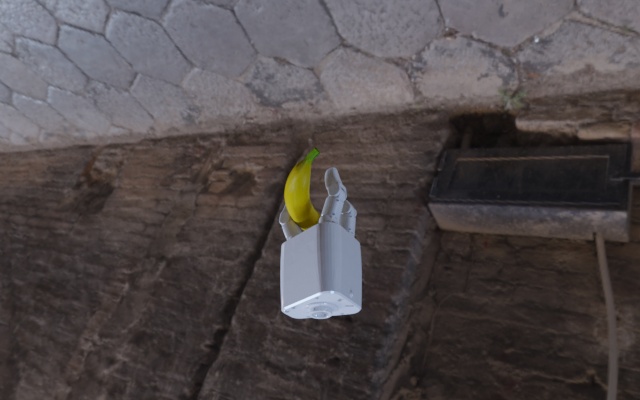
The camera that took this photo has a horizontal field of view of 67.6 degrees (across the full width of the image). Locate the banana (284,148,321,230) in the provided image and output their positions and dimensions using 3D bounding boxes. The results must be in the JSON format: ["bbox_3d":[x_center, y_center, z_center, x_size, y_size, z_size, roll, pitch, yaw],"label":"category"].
[{"bbox_3d":[-0.018,0.007,0.739,0.069,0.037,0.198,-20,-38,-7],"label":"banana"}]
